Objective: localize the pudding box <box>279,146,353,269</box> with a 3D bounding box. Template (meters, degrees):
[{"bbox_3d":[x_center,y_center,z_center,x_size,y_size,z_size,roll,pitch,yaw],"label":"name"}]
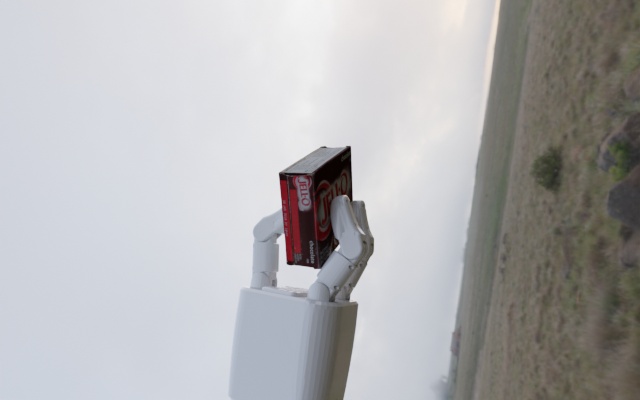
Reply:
[{"bbox_3d":[0.000,0.002,0.463,0.039,0.090,0.113,4,20,18],"label":"pudding box"}]
